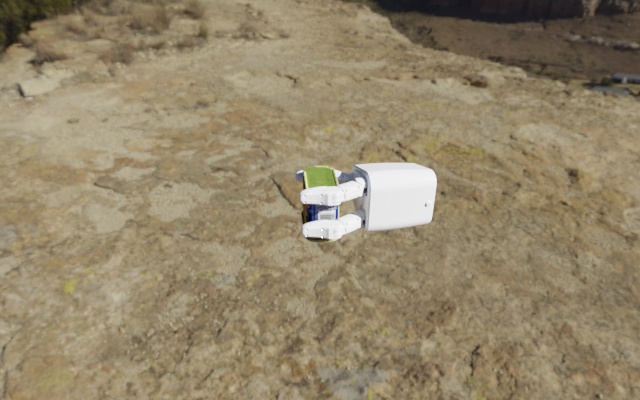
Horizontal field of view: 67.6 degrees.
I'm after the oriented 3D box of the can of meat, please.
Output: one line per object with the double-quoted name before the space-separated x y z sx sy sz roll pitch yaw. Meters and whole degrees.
"can of meat" 0.000 0.002 0.750 0.057 0.084 0.102 -2 29 -5
